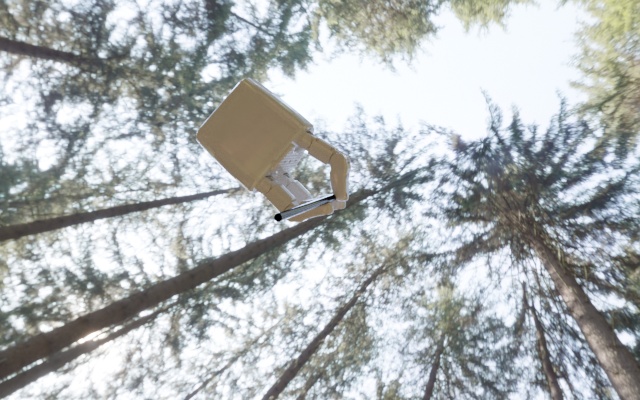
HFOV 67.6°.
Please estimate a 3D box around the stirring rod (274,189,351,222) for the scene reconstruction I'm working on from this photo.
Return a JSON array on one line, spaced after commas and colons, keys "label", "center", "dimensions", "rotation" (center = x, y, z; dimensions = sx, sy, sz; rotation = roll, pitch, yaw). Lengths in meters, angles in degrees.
[{"label": "stirring rod", "center": [0.000, 0.002, 0.545], "dimensions": [0.011, 0.011, 0.239], "rotation": [0, 7, 19]}]
